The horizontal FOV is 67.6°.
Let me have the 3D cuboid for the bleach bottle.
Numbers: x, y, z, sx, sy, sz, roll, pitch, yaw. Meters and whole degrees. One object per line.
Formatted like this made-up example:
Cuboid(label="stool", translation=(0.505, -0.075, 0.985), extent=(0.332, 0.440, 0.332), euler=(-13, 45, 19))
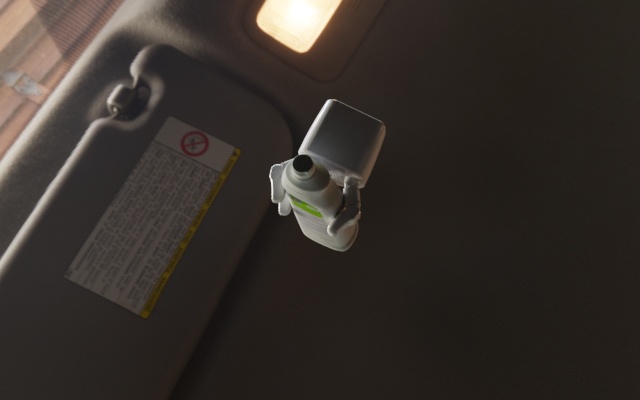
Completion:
Cuboid(label="bleach bottle", translation=(0.000, 0.002, 0.750), extent=(0.102, 0.068, 0.251), euler=(21, -19, 16))
